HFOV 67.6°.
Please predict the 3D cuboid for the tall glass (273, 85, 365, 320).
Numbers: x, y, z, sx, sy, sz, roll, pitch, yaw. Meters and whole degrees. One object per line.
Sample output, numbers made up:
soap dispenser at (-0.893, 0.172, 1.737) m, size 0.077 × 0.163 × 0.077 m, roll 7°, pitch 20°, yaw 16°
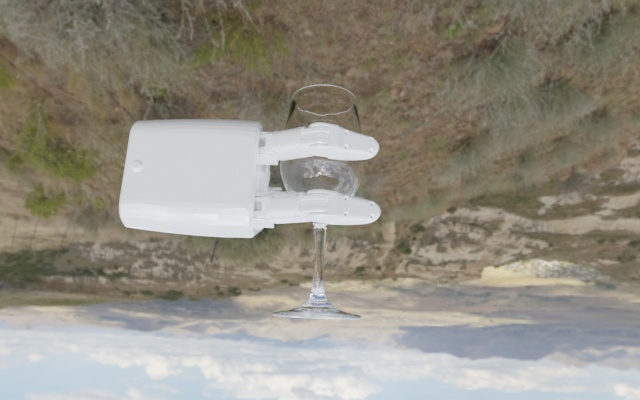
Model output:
tall glass at (0.000, 0.002, 0.425) m, size 0.079 × 0.201 × 0.079 m, roll 2°, pitch -15°, yaw 1°
